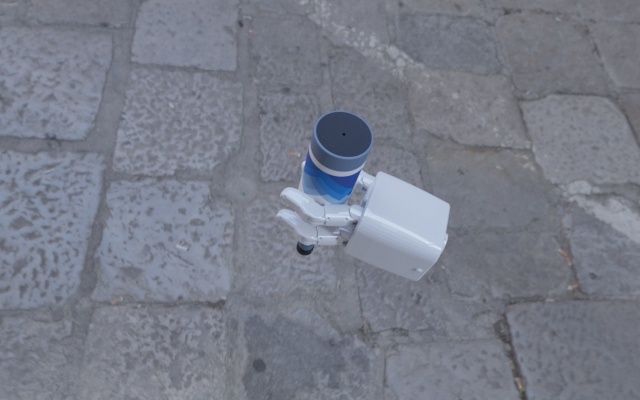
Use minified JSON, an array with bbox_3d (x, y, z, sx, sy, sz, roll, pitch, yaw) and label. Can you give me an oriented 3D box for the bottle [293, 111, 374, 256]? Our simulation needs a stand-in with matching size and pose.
[{"bbox_3d":[0.000,0.002,0.640,0.069,0.069,0.296,0,-30,-11],"label":"bottle"}]
